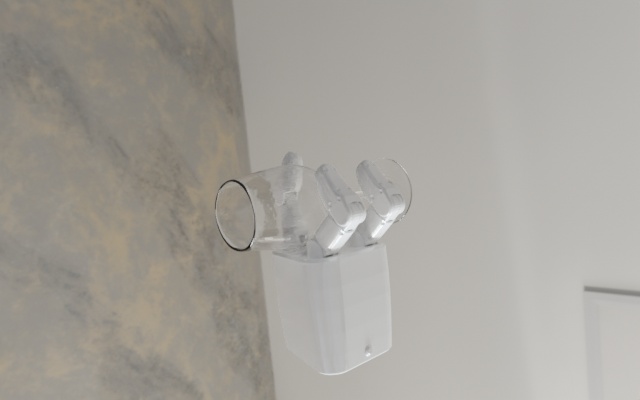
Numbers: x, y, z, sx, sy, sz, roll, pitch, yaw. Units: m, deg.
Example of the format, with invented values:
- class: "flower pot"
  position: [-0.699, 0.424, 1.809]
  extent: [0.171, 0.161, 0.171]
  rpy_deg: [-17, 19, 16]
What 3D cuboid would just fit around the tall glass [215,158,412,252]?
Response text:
- class: "tall glass"
  position: [0.001, 0.001, 0.468]
  extent: [0.201, 0.079, 0.079]
  rpy_deg: [-9, 6, -42]
